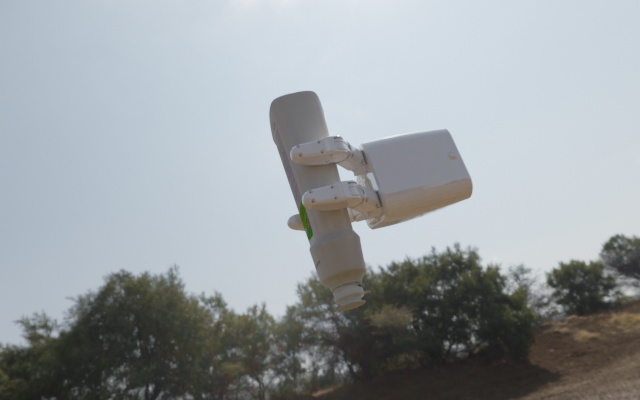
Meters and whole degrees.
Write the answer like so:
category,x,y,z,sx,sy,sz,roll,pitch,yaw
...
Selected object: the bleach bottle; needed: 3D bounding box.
category,x,y,z,sx,sy,sz,roll,pitch,yaw
bleach bottle,0.000,0.002,0.544,0.068,0.250,0.103,-14,-25,-5
